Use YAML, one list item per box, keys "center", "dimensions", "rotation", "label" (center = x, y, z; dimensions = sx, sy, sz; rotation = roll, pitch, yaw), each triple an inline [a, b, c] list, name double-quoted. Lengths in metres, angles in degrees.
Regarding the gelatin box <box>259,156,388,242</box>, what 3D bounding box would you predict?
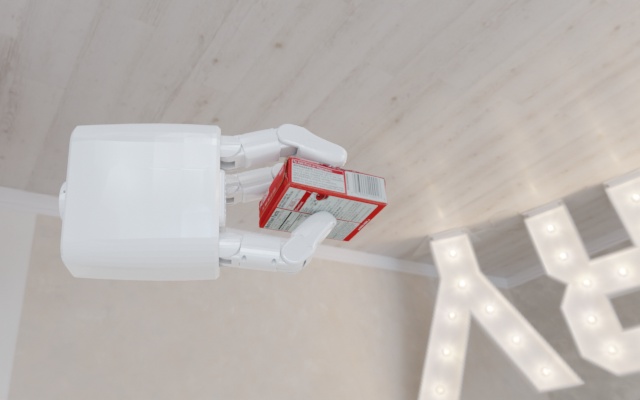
- center: [0.000, 0.002, 0.403]
  dimensions: [0.089, 0.030, 0.073]
  rotation: [11, -34, -20]
  label: "gelatin box"
